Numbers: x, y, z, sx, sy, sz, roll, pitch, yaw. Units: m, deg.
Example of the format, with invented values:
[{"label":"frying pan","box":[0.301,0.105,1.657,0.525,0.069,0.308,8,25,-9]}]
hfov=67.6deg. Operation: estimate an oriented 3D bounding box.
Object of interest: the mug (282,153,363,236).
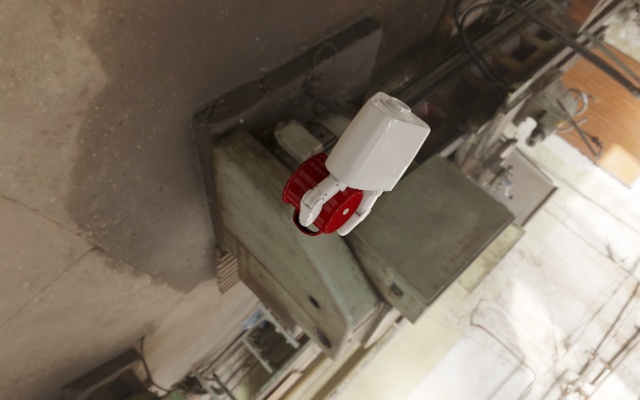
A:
[{"label":"mug","box":[0.000,0.003,0.686,0.081,0.117,0.093,42,28,18]}]
